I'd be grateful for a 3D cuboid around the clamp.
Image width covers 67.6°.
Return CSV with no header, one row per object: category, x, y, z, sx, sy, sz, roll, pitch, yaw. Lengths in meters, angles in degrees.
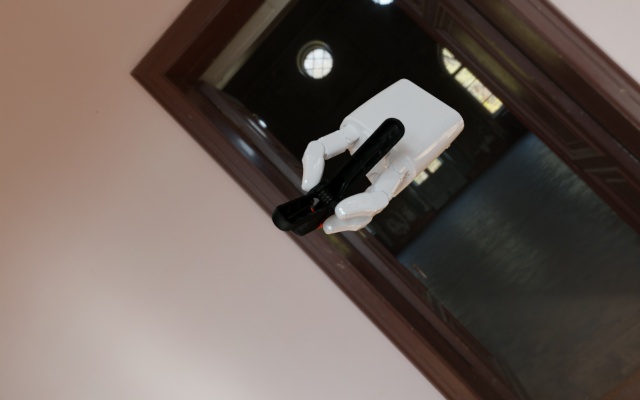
clamp,0.000,0.001,0.535,0.164,0.036,0.210,-37,-8,-24
